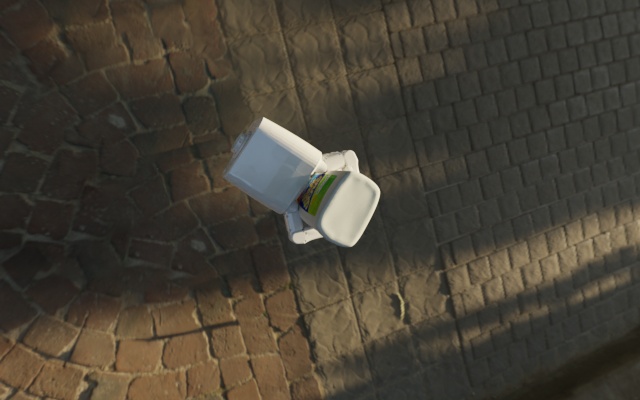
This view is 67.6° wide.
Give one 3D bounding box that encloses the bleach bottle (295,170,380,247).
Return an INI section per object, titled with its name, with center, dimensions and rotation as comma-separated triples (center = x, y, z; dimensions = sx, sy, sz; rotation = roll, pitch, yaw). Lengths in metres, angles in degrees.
[bleach bottle]
center = 0.000, 0.002, 0.743
dimensions = 0.068, 0.102, 0.251
rotation = 32, -7, -18
